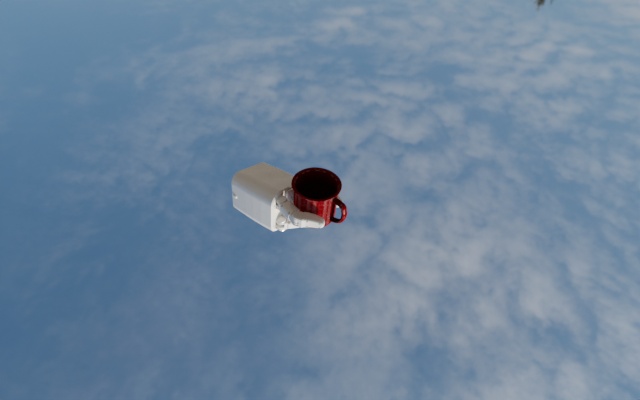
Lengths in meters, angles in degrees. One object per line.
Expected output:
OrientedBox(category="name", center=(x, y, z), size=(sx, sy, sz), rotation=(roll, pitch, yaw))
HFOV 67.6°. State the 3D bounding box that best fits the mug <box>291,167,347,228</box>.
OrientedBox(category="mug", center=(0.001, 0.004, 0.897), size=(0.117, 0.082, 0.093), rotation=(28, 48, 22))
